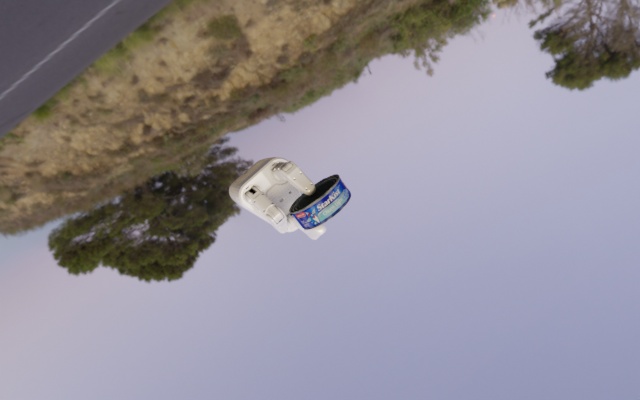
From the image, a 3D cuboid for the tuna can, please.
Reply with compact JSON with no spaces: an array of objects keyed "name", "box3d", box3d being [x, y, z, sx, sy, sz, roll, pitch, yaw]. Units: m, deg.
[{"name":"tuna can","box3d":[0.000,0.003,0.668,0.086,0.034,0.086,-34,14,10]}]
